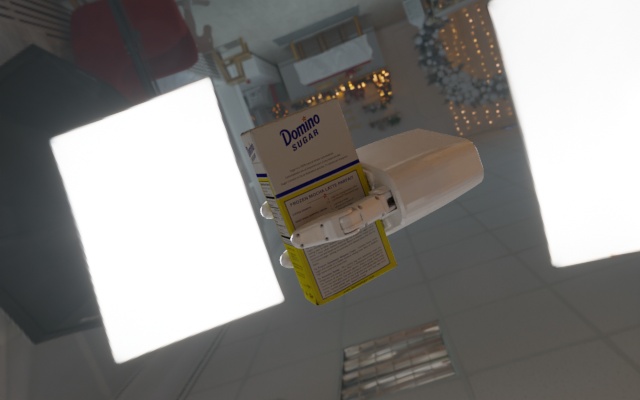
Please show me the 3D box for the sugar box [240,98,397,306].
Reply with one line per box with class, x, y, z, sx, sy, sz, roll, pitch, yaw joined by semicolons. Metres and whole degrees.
sugar box;0.000;0.002;0.459;0.093;0.176;0.048;-24;9;-20
